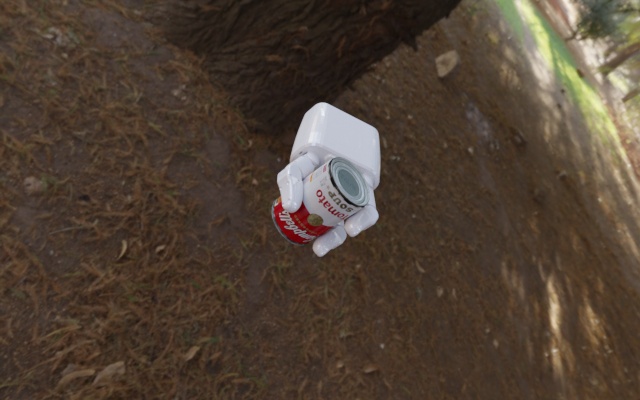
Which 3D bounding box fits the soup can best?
[{"bbox_3d":[0.000,0.002,0.568,0.102,0.068,0.068,-34,-21,33],"label":"soup can"}]
